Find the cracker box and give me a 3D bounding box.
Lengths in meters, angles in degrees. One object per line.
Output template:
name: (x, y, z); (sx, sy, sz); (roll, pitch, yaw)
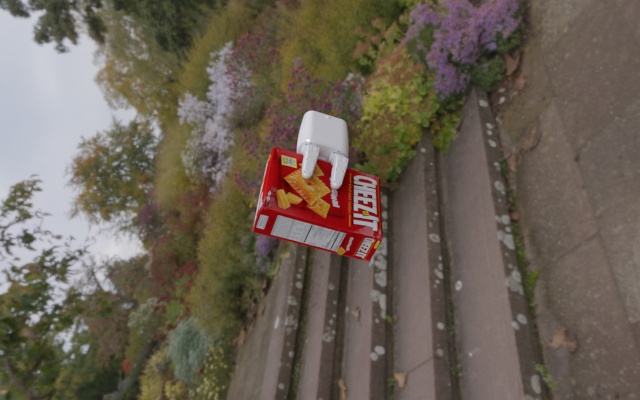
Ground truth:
cracker box: (0.000, 0.003, 0.850); (0.214, 0.164, 0.072); (15, -47, -10)
